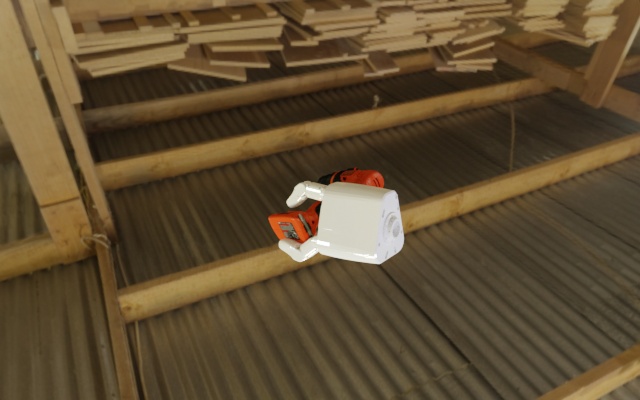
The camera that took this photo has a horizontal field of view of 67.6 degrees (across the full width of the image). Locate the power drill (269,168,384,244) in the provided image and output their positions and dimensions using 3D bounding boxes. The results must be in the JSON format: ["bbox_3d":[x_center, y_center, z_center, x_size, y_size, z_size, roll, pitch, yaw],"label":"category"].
[{"bbox_3d":[0.000,0.003,0.870,0.187,0.057,0.184,-37,17,-26],"label":"power drill"}]
